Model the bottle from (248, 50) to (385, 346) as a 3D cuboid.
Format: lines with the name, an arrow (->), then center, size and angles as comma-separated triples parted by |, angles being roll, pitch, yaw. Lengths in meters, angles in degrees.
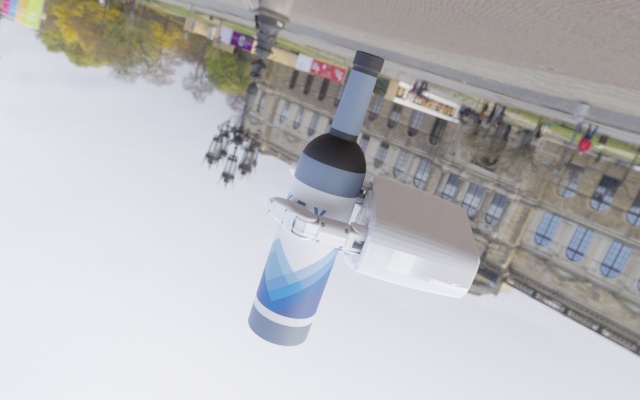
bottle -> 0.000, 0.002, 0.474 | 0.069, 0.296, 0.069 | 18, 15, -5
